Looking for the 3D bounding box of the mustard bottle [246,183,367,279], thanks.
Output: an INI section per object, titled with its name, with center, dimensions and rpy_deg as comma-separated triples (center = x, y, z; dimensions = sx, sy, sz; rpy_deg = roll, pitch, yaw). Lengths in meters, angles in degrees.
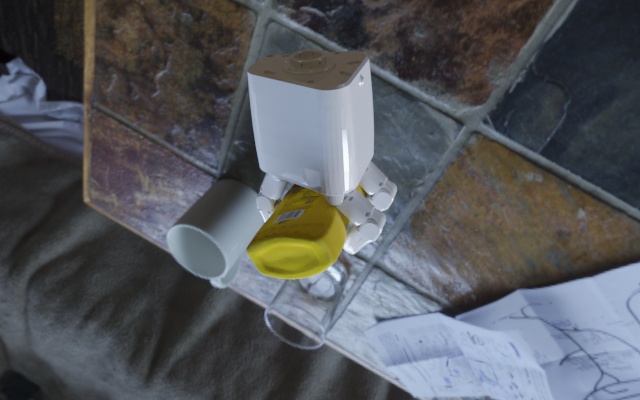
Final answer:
[mustard bottle]
center = 0.000, 0.002, 0.526
dimensions = 0.096, 0.058, 0.191
rpy_deg = -14, 28, 32
